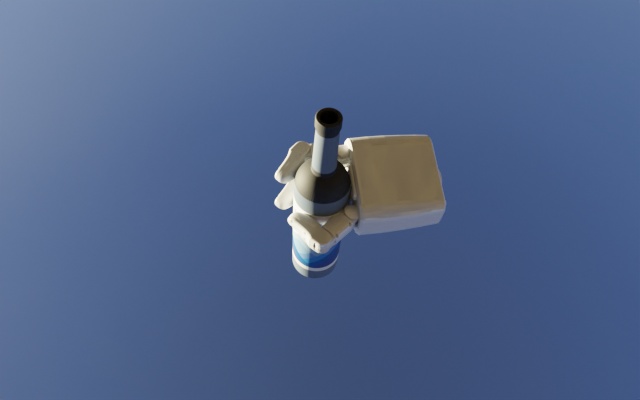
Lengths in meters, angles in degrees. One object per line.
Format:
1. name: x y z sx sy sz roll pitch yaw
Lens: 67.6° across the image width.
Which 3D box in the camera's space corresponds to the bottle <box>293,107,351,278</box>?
1. bottle: 0.000 0.002 0.587 0.069 0.069 0.296 0 -35 -4
